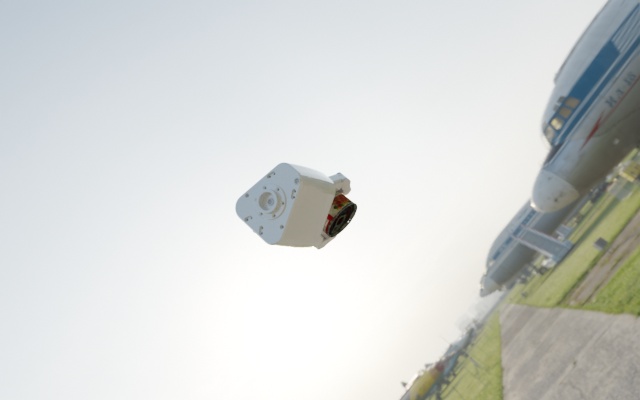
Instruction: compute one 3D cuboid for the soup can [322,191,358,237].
[{"bbox_3d":[0.000,0.002,0.778,0.102,0.068,0.068,40,18,23],"label":"soup can"}]
